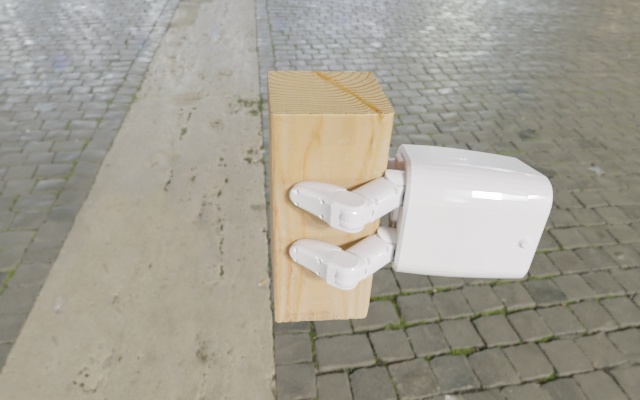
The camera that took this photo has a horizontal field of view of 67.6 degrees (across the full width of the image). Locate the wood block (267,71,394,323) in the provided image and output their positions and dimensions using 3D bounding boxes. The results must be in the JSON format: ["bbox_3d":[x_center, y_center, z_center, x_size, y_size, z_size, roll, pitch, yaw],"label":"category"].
[{"bbox_3d":[0.000,0.001,0.421,0.090,0.206,0.090,-1,34,-6],"label":"wood block"}]
